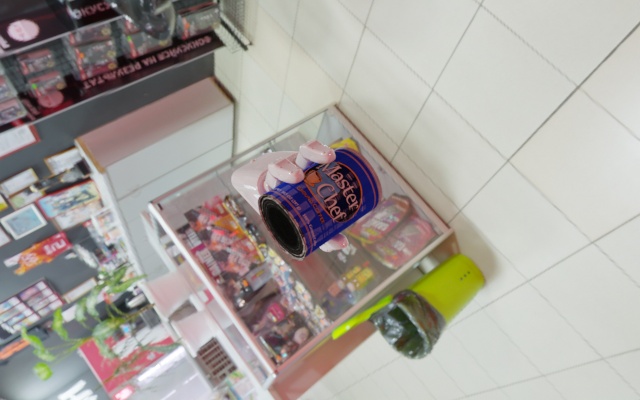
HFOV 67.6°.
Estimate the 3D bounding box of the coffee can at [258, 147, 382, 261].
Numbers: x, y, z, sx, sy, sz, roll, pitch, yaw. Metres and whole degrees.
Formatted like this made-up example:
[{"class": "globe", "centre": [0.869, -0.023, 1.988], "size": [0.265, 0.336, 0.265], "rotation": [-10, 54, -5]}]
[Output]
[{"class": "coffee can", "centre": [0.000, 0.002, 0.659], "size": [0.140, 0.103, 0.103], "rotation": [-33, 16, -26]}]
